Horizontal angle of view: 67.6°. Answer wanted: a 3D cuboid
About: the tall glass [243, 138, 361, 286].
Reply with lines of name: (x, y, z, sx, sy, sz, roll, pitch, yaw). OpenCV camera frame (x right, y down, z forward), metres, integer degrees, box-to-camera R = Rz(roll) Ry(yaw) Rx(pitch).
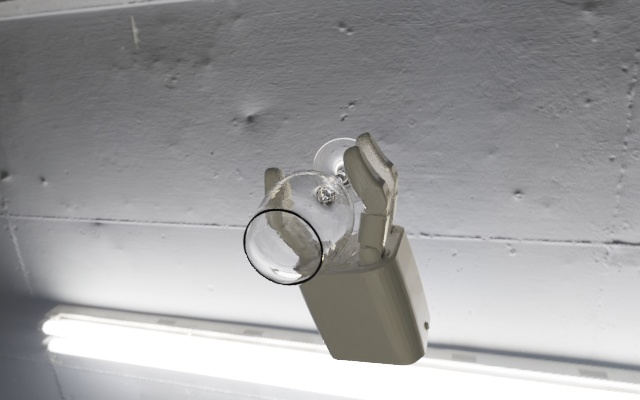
tall glass: (0.000, 0.001, 0.433, 0.079, 0.079, 0.201, 0, 19, 17)
